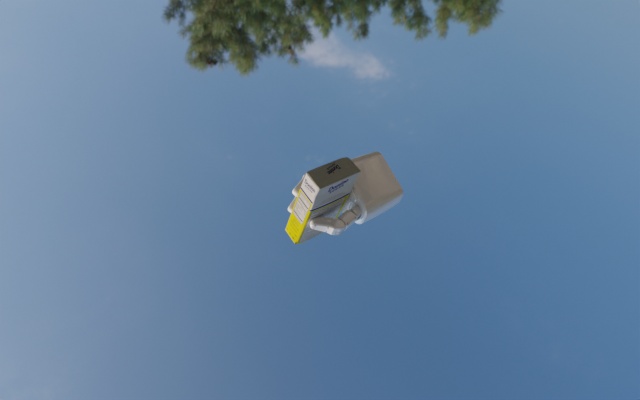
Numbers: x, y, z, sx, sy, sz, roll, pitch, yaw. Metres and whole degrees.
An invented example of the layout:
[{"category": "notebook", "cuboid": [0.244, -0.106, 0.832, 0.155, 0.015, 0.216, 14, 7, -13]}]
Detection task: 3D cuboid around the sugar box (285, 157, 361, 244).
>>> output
[{"category": "sugar box", "cuboid": [0.000, 0.002, 0.852, 0.093, 0.048, 0.176, -24, -28, -32]}]
